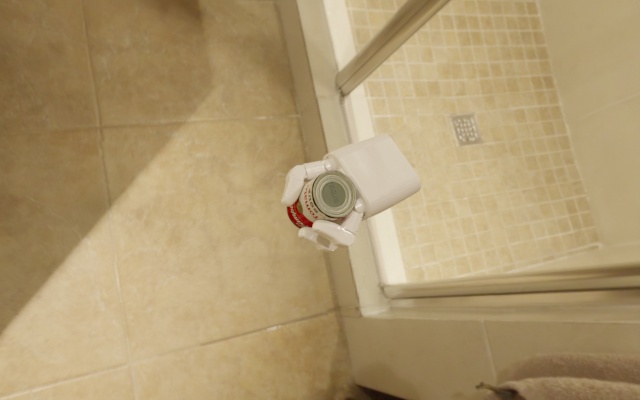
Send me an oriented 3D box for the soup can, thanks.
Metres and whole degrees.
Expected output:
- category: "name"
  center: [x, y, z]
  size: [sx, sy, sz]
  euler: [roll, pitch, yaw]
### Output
- category: "soup can"
  center: [0.000, 0.002, 0.680]
  size: [0.068, 0.068, 0.102]
  euler: [0, -12, -24]
